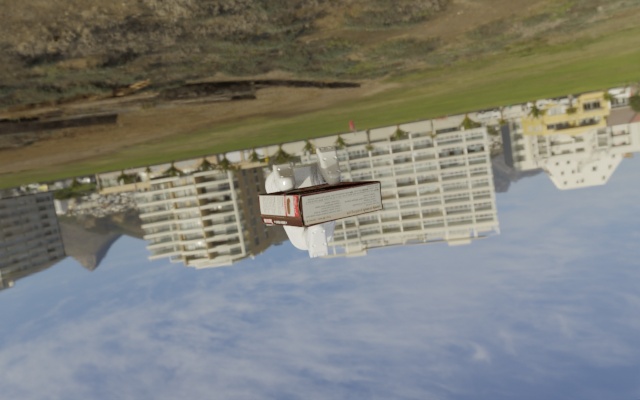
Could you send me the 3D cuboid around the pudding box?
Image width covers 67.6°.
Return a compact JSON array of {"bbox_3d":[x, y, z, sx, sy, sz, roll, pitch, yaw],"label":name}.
[{"bbox_3d":[0.000,0.002,0.540,0.113,0.039,0.090,-13,7,-35],"label":"pudding box"}]
